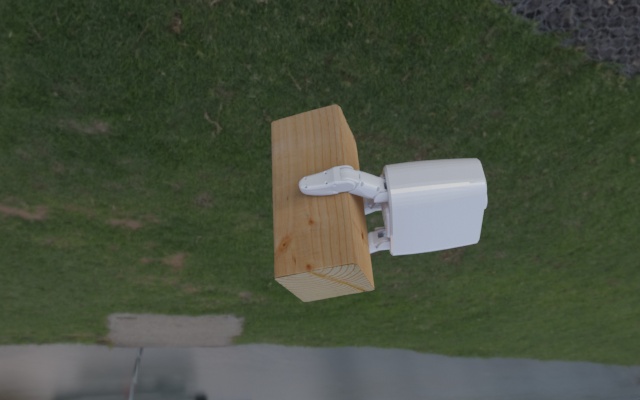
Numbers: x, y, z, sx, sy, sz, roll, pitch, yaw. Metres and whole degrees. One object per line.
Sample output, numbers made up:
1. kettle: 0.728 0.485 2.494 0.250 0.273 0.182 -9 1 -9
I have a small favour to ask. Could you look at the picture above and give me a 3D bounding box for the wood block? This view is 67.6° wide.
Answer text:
1. wood block: 0.000 0.002 0.567 0.090 0.206 0.091 -13 -30 14
